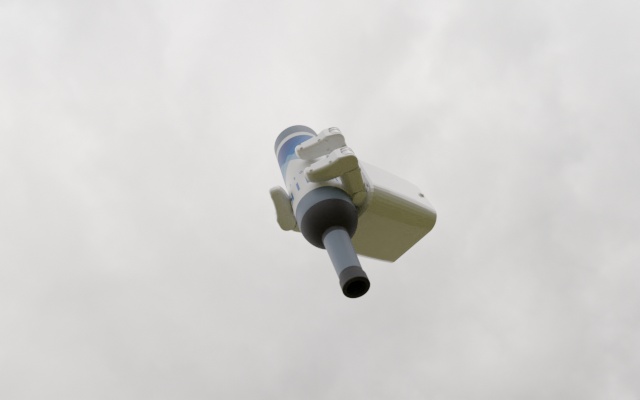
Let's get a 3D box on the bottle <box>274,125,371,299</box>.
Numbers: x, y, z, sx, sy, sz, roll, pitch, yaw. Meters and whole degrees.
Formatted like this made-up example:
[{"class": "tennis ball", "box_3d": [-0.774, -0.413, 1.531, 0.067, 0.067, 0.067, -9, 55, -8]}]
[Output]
[{"class": "bottle", "box_3d": [0.000, 0.002, 0.559, 0.069, 0.069, 0.295, 0, 33, -16]}]
